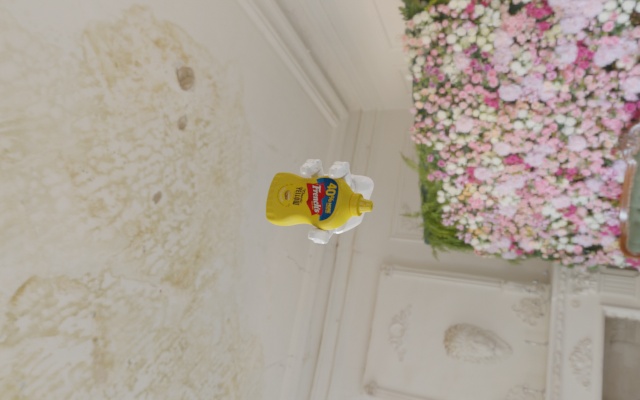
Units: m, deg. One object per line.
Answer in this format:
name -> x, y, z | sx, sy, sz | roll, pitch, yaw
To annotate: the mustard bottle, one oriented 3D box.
mustard bottle -> 0.000, 0.003, 0.849 | 0.191, 0.096, 0.058 | 5, -18, 23
